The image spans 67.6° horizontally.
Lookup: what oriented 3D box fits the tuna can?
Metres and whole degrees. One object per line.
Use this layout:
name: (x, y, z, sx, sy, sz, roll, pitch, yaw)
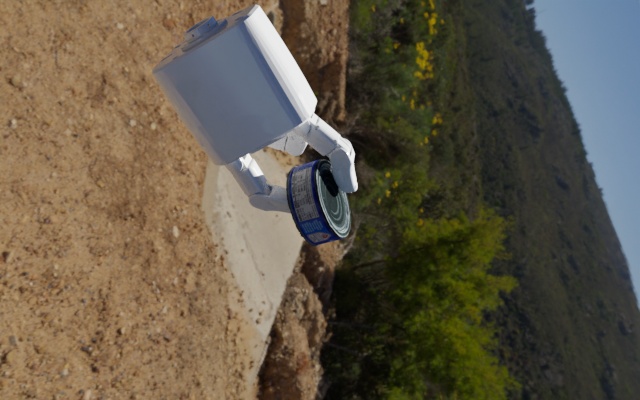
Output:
tuna can: (0.001, 0.002, 0.491, 0.034, 0.086, 0.086, -16, -6, 21)
